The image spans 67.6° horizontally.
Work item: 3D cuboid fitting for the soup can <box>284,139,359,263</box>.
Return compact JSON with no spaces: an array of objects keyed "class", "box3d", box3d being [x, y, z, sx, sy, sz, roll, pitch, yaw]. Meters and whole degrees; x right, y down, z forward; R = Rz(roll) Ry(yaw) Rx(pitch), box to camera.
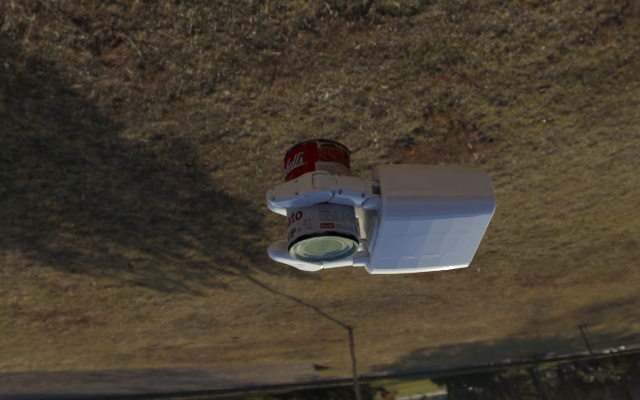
[{"class":"soup can","box3d":[0.000,0.002,0.460,0.068,0.102,0.068,-3,-28,-2]}]
